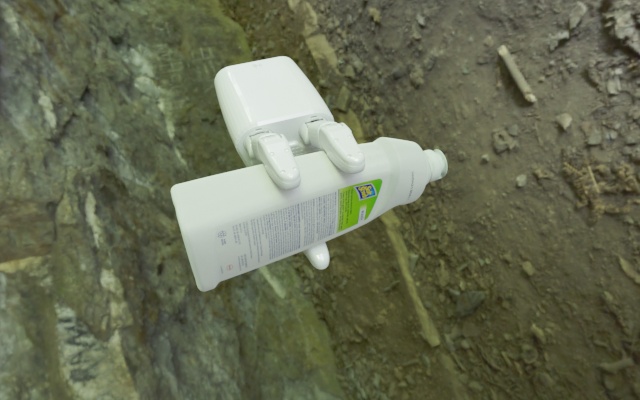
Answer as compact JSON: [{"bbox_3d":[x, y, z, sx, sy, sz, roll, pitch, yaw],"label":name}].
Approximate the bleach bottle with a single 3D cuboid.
[{"bbox_3d":[0.000,0.001,0.440,0.251,0.068,0.103,-15,-38,-16],"label":"bleach bottle"}]
